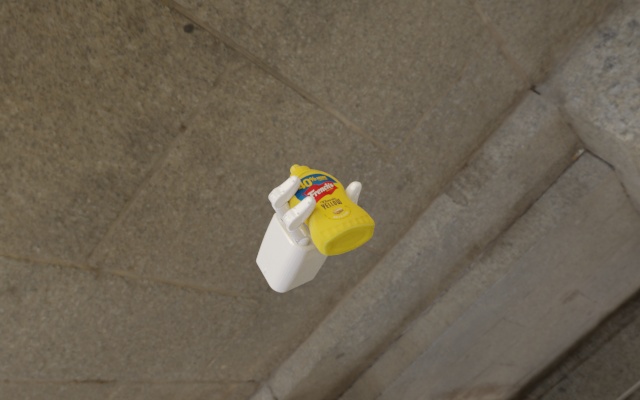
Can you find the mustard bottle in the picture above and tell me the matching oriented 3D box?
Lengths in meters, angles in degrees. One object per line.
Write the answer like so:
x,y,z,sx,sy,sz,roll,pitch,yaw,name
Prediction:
0.000,0.002,0.786,0.096,0.058,0.191,-19,47,-22,mustard bottle
